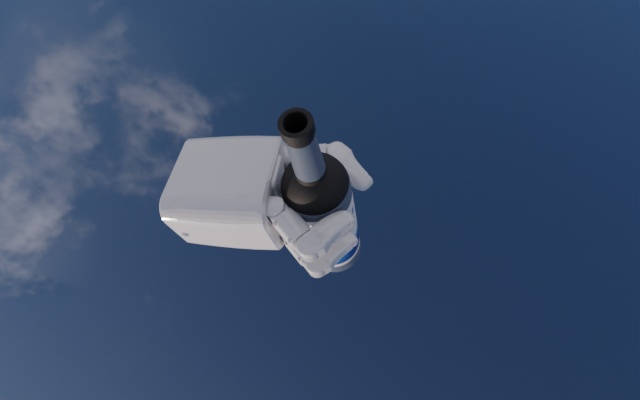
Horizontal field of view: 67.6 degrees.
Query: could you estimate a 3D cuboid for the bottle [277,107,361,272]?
[{"bbox_3d":[0.000,0.002,0.485,0.069,0.069,0.296,0,-24,8],"label":"bottle"}]
